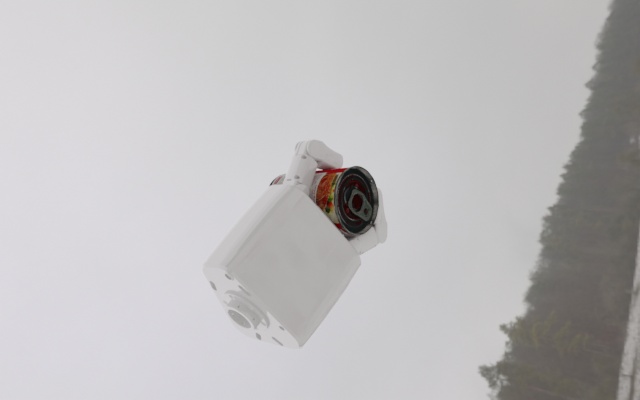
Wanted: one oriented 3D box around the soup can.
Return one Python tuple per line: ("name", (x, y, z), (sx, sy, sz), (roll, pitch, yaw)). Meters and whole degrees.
("soup can", (0.000, 0.001, 0.499), (0.102, 0.068, 0.068), (-2, -2, 43))
